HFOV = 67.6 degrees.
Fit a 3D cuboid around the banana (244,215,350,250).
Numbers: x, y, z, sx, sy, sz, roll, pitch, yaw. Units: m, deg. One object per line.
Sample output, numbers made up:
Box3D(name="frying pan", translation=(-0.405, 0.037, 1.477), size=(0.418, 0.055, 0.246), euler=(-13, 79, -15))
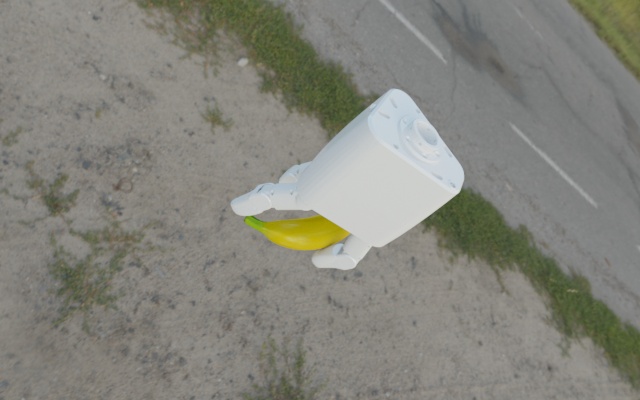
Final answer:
Box3D(name="banana", translation=(0.007, 0.018, 0.561), size=(0.198, 0.069, 0.037), euler=(-17, -20, -45))
